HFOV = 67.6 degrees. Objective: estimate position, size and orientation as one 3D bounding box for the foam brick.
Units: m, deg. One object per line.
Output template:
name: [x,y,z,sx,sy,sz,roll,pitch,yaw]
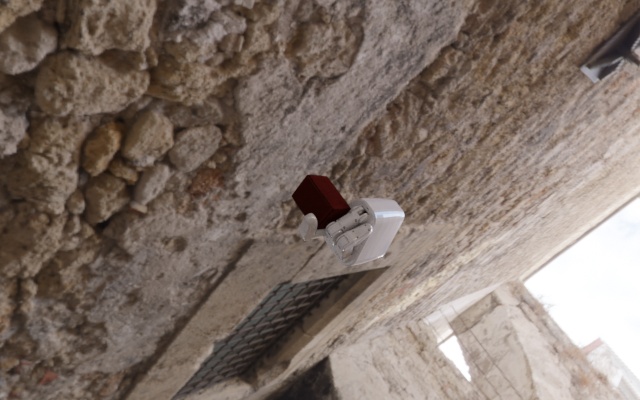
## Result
foam brick: [0.000,0.002,0.794,0.051,0.078,0.053,-3,-39,-51]
